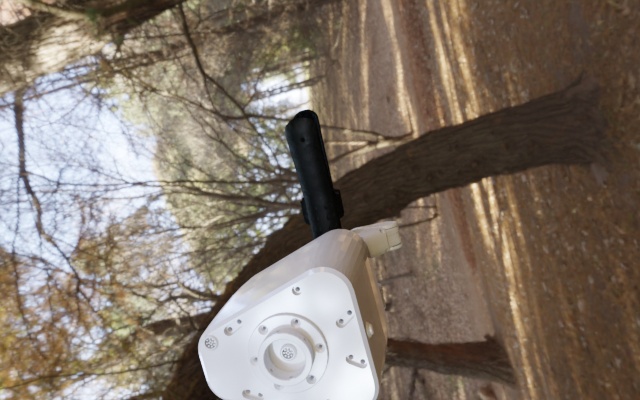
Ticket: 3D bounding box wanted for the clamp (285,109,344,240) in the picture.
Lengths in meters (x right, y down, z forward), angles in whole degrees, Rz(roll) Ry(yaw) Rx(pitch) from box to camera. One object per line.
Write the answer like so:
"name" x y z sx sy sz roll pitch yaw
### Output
"clamp" 0.000 0.002 0.413 0.039 0.171 0.120 -14 5 9
